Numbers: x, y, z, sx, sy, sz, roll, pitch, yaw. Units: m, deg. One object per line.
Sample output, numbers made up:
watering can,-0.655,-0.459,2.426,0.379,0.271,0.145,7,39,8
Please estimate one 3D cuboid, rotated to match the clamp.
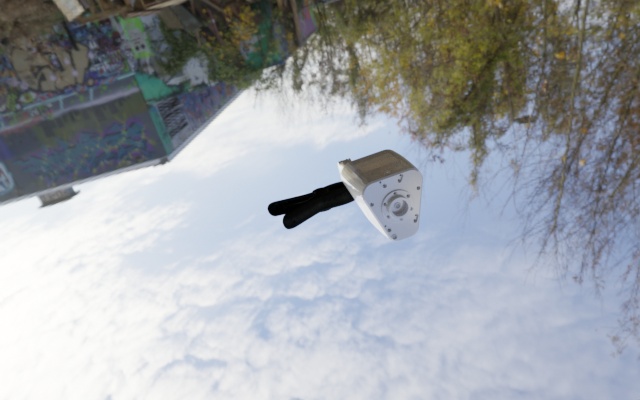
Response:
clamp,0.000,0.003,0.776,0.171,0.039,0.120,-20,21,-5
